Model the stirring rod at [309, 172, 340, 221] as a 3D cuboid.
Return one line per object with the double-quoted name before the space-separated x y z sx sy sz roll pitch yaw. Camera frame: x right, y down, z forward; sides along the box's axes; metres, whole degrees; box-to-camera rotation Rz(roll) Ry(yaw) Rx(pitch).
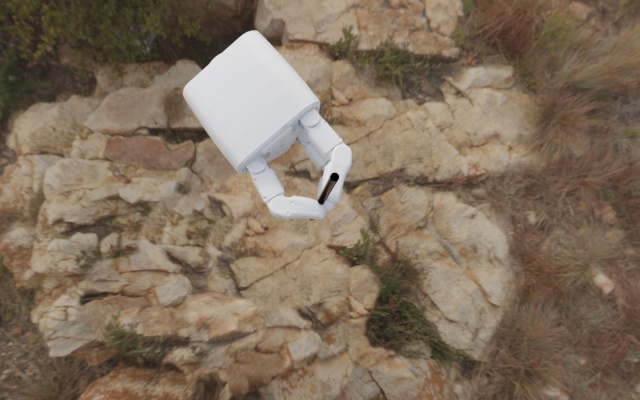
"stirring rod" 0.000 0.002 0.512 0.011 0.011 0.239 0 -10 -6
